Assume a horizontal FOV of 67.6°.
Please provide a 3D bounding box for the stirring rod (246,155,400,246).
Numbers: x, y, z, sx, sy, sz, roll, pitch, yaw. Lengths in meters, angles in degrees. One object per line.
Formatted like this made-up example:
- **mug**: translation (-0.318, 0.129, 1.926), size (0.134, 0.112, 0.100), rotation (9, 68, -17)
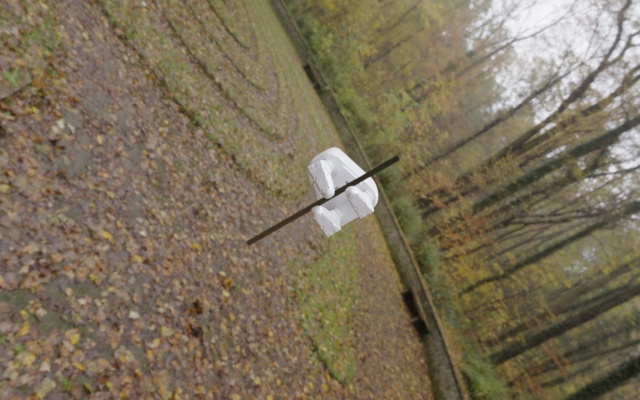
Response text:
- **stirring rod**: translation (0.000, 0.002, 0.649), size (0.239, 0.011, 0.011), rotation (-30, -6, 11)
